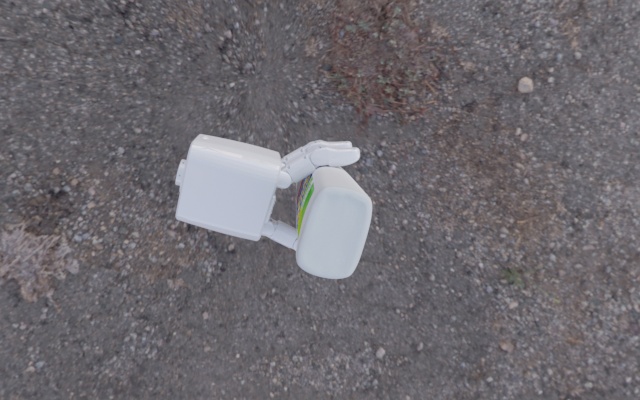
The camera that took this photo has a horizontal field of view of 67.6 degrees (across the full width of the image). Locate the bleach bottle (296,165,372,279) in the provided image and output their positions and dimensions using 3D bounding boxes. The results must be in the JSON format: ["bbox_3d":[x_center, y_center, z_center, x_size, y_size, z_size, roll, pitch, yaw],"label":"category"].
[{"bbox_3d":[0.000,0.002,0.602,0.068,0.102,0.250,14,12,-11],"label":"bleach bottle"}]
